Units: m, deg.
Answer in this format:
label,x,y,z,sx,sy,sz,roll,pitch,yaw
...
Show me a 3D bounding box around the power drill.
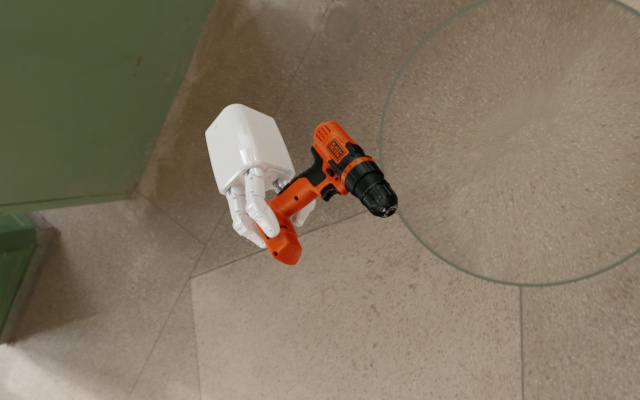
label,x,y,z,sx,sy,sz,roll,pitch,yaw
power drill,0.000,0.002,0.662,0.057,0.188,0.184,33,18,-48
